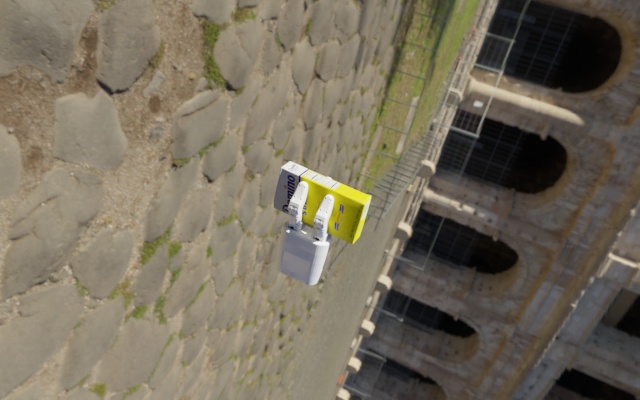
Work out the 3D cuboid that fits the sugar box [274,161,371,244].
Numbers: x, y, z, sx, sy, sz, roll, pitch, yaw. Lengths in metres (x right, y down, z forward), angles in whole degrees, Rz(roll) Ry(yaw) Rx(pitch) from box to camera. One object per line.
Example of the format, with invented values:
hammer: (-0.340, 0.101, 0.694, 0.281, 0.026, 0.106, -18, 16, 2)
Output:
sugar box: (0.000, 0.003, 0.898, 0.176, 0.093, 0.048, 22, 30, 14)
